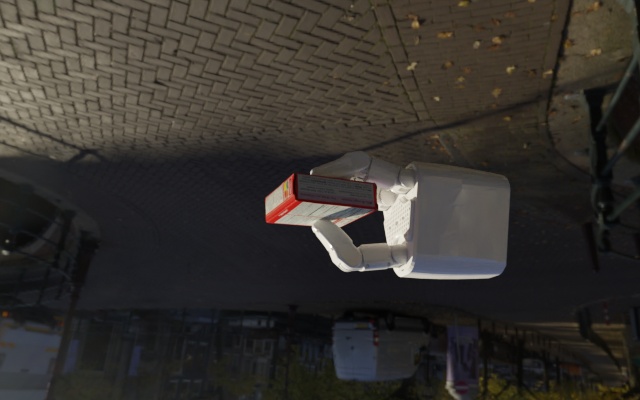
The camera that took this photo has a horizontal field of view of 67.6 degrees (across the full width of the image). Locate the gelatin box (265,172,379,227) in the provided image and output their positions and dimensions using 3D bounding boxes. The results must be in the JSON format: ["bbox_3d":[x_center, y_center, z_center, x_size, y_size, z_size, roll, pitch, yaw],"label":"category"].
[{"bbox_3d":[0.000,0.002,0.464,0.089,0.030,0.073,5,-20,-27],"label":"gelatin box"}]
